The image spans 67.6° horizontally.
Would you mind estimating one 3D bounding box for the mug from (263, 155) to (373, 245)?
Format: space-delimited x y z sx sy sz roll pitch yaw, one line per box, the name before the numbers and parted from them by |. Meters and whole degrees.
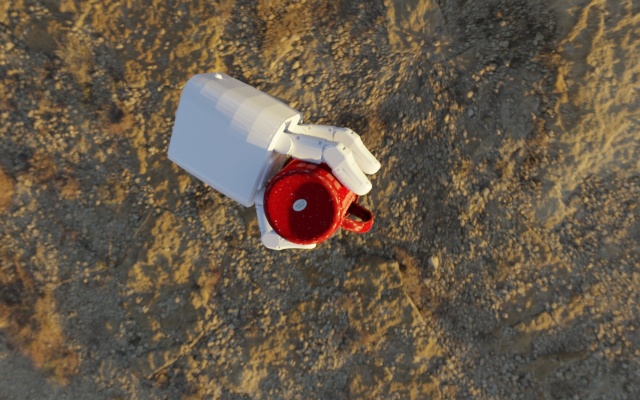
mug | 0.001 0.002 0.499 0.117 0.093 0.081 28 22 3
